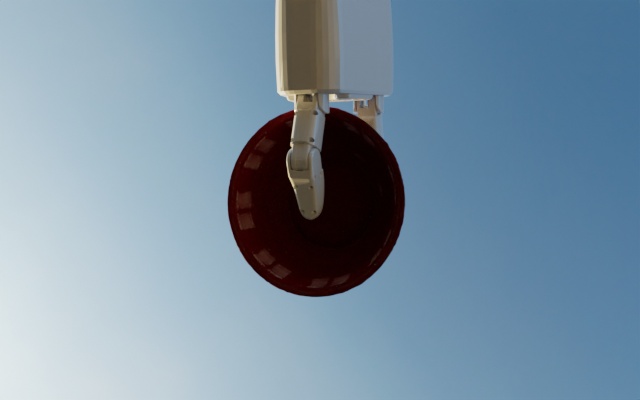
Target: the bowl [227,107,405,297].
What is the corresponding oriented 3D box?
[{"bbox_3d":[0.000,0.003,0.426,0.162,0.162,0.055,0,-1,21],"label":"bowl"}]
